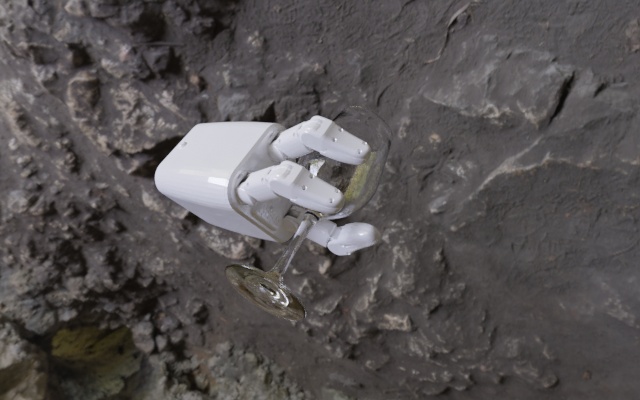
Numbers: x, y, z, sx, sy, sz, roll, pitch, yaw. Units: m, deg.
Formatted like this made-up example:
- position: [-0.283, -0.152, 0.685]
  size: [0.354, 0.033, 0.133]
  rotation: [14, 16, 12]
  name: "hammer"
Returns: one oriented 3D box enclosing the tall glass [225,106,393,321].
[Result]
- position: [0.000, 0.002, 0.428]
  size: [0.079, 0.201, 0.079]
  rotation: [22, -33, 15]
  name: "tall glass"
